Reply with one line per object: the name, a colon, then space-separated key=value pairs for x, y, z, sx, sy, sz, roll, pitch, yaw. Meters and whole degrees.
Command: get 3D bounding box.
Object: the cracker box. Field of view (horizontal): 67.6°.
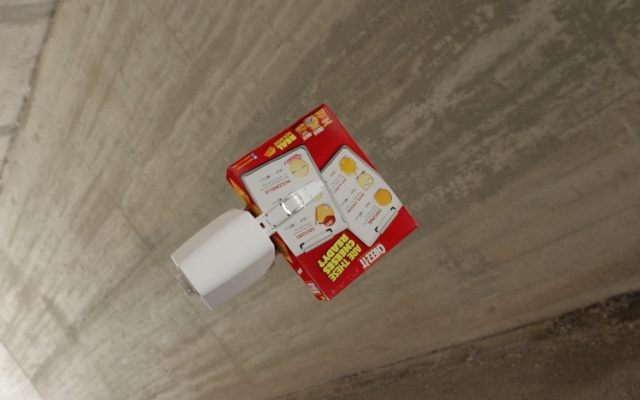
cracker box: x=0.000 y=0.002 z=0.652 sx=0.164 sy=0.213 sz=0.072 roll=-37 pitch=-1 yaw=-16
